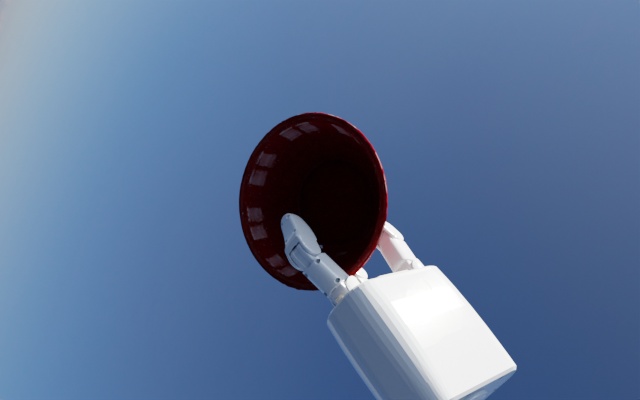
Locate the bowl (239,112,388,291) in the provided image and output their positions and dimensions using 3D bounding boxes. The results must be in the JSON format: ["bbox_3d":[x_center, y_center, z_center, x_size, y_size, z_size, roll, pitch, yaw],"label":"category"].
[{"bbox_3d":[0.000,0.000,0.455,0.162,0.162,0.055,0,-1,32],"label":"bowl"}]
